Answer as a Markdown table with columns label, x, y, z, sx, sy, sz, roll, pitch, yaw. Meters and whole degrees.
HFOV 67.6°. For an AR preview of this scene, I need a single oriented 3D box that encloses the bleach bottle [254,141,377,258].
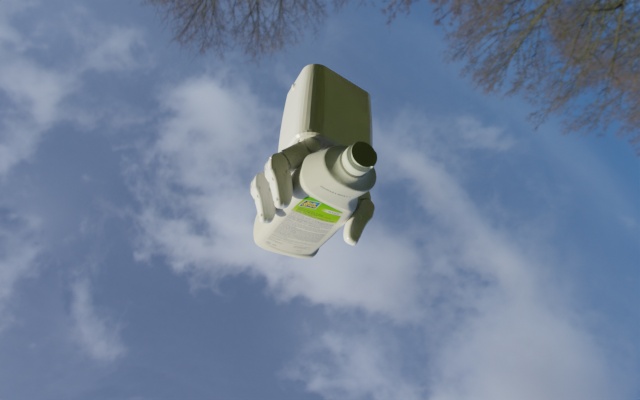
| label | x | y | z | sx | sy | sz | roll | pitch | yaw |
| --- | --- | --- | --- | --- | --- | --- | --- | --- | --- |
| bleach bottle | 0.000 | 0.002 | 0.571 | 0.102 | 0.068 | 0.251 | 14 | -26 | -20 |
